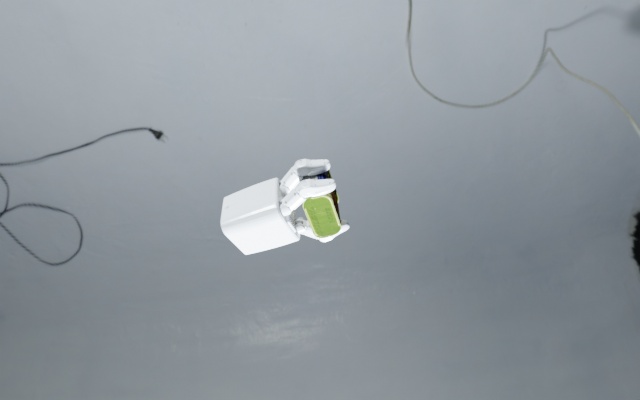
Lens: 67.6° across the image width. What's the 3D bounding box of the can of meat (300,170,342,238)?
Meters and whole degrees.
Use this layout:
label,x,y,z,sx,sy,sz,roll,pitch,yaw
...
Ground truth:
label,x,y,z,sx,sy,sz,roll,pitch,yaw
can of meat,0.000,0.003,0.834,0.057,0.102,0.084,-15,39,7
